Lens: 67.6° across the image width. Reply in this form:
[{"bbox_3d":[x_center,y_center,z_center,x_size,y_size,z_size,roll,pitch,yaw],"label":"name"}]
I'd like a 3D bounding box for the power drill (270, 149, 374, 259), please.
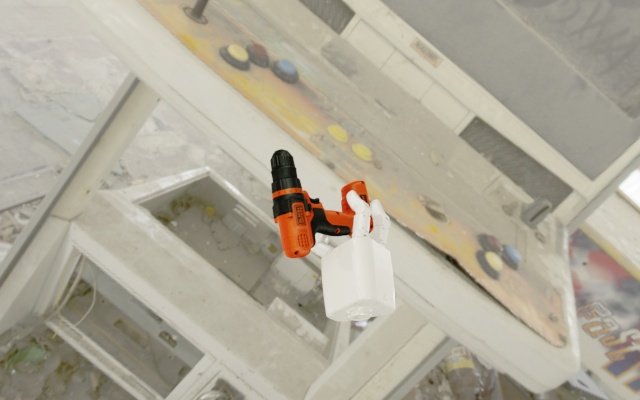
[{"bbox_3d":[0.001,0.003,0.831,0.187,0.184,0.057,-2,-12,-37],"label":"power drill"}]
